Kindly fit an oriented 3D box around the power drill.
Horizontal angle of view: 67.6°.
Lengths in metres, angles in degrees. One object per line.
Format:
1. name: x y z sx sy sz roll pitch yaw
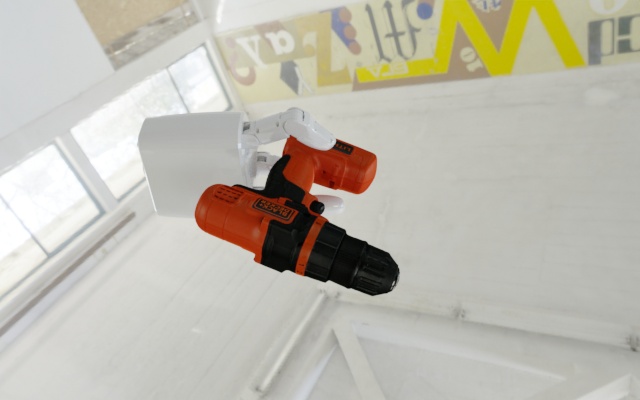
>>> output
1. power drill: 0.000 0.001 0.465 0.184 0.057 0.187 22 33 7
